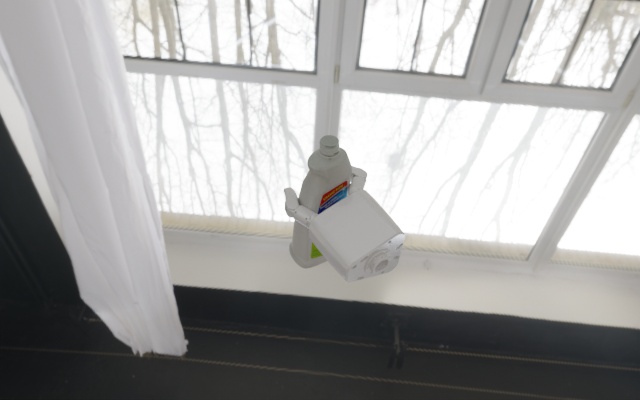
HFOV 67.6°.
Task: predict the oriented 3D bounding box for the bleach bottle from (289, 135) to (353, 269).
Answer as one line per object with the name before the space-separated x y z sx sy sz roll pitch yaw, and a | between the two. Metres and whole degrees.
bleach bottle | 0.000 0.003 0.805 0.102 0.251 0.068 -20 49 -24
